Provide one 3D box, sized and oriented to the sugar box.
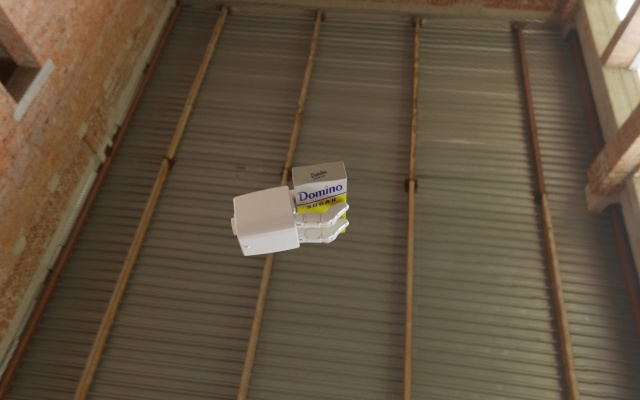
[{"bbox_3d":[0.000,0.003,0.890,0.093,0.048,0.176,-8,-33,-3],"label":"sugar box"}]
